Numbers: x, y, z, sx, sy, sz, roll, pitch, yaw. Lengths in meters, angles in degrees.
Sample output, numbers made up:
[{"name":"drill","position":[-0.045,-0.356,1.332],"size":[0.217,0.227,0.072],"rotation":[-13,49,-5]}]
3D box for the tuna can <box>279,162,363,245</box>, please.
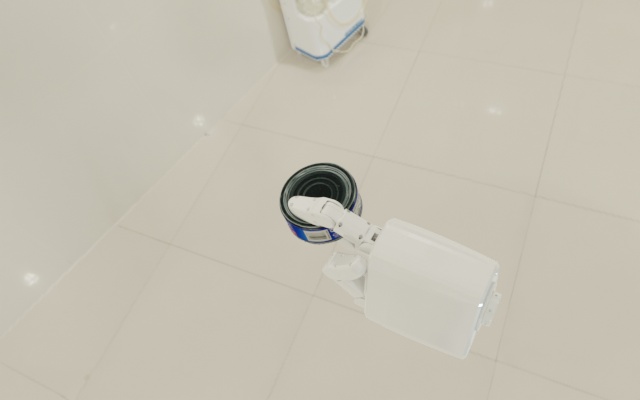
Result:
[{"name":"tuna can","position":[0.000,0.001,0.511],"size":[0.086,0.086,0.034],"rotation":[0,-33,16]}]
